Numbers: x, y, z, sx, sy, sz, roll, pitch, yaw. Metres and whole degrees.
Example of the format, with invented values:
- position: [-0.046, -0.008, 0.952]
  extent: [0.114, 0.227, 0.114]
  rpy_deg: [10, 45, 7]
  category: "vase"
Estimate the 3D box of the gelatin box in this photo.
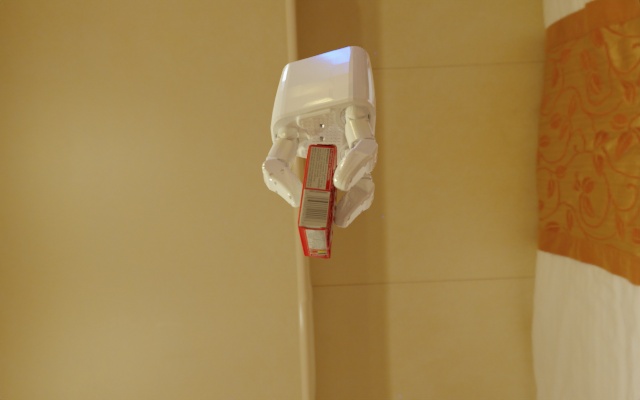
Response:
- position: [0.000, 0.002, 0.461]
  extent: [0.030, 0.089, 0.073]
  rpy_deg: [4, -27, 5]
  category: "gelatin box"
